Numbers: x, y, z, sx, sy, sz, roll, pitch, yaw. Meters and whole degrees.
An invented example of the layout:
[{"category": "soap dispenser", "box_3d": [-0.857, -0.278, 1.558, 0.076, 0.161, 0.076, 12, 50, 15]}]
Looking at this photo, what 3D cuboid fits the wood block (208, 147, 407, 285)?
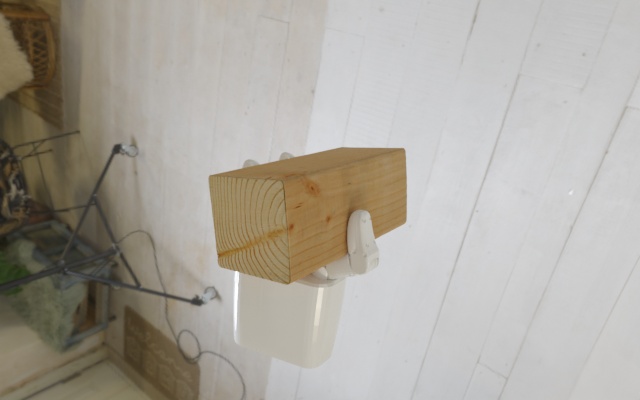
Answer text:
[{"category": "wood block", "box_3d": [0.000, 0.002, 0.485, 0.091, 0.090, 0.206, 7, 16, 37]}]
